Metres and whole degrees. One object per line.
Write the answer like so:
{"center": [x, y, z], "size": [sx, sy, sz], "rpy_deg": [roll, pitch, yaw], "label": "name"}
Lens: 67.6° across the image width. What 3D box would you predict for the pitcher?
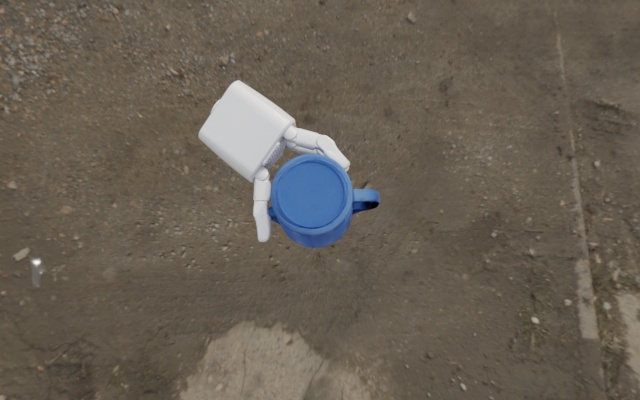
{"center": [0.000, 0.002, 0.729], "size": [0.145, 0.149, 0.243], "rpy_deg": [40, -4, 4], "label": "pitcher"}
